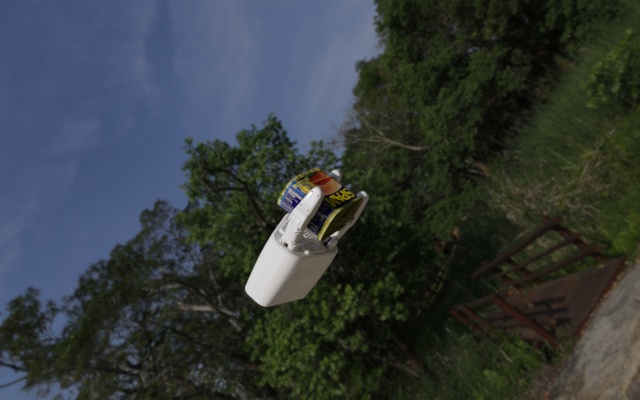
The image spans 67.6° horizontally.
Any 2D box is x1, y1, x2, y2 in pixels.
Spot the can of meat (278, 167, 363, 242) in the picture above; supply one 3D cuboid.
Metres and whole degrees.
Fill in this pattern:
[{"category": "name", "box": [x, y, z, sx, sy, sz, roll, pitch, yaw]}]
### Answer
[{"category": "can of meat", "box": [0.000, 0.002, 0.688, 0.084, 0.057, 0.102, 38, 30, 16]}]
